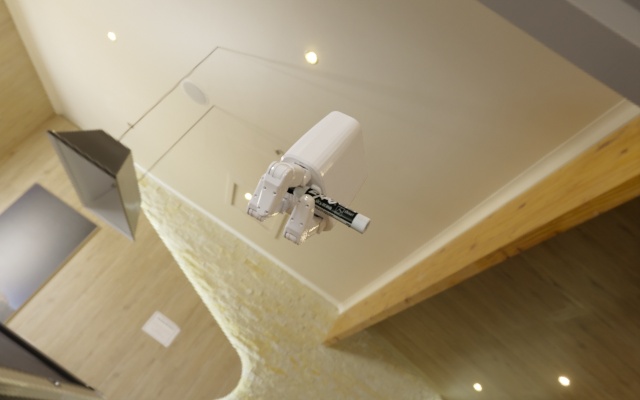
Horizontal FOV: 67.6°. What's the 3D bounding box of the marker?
[{"bbox_3d":[0.000,0.002,0.541,0.121,0.020,0.020,28,8,16],"label":"marker"}]
